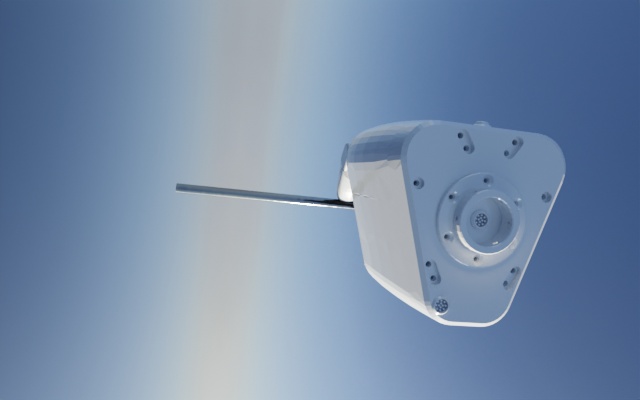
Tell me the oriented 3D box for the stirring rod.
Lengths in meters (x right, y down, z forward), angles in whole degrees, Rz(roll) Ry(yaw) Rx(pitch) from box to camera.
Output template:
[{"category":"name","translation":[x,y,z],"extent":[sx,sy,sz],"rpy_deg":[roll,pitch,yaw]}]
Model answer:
[{"category":"stirring rod","translation":[0.000,0.001,0.411],"extent":[0.239,0.011,0.011],"rpy_deg":[6,-1,-10]}]
